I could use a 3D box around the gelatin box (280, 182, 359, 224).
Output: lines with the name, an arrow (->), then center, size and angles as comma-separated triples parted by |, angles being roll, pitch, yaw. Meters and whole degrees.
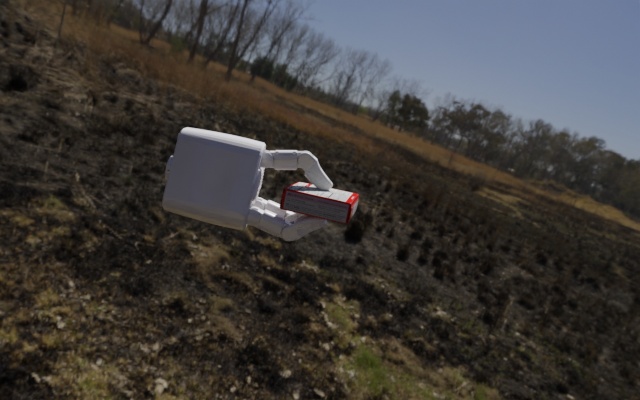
gelatin box -> 0.001, 0.002, 0.615 | 0.089, 0.030, 0.073 | 12, 11, 9
